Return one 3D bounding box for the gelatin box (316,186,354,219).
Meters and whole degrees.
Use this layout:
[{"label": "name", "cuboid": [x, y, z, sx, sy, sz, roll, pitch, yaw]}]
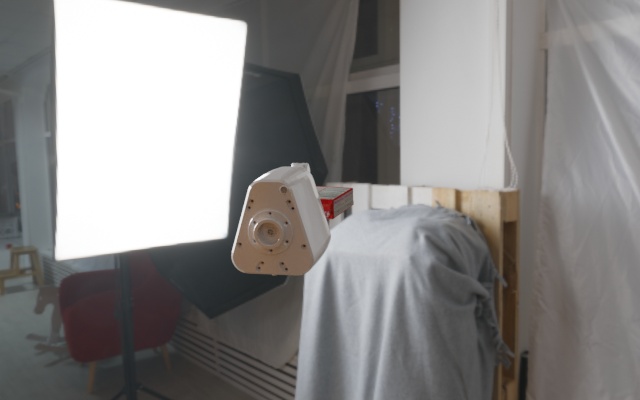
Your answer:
[{"label": "gelatin box", "cuboid": [0.000, 0.002, 0.692, 0.073, 0.030, 0.089, 3, 15, 22]}]
